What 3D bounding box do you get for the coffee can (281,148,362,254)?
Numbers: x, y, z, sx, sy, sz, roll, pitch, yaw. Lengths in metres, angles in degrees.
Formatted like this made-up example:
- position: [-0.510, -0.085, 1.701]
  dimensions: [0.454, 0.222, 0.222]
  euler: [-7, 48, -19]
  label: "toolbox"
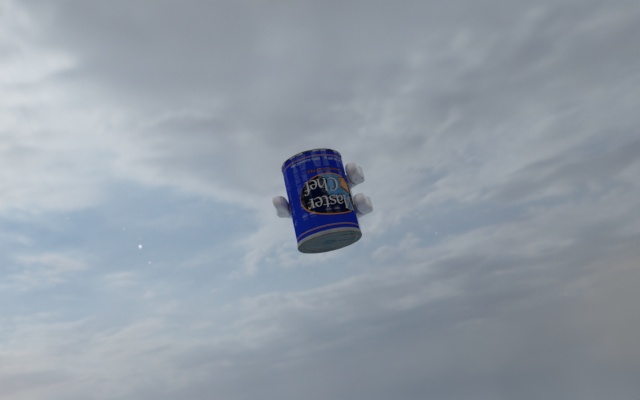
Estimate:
- position: [0.000, 0.003, 0.764]
  dimensions: [0.103, 0.140, 0.103]
  euler: [-12, -20, -4]
  label: "coffee can"
